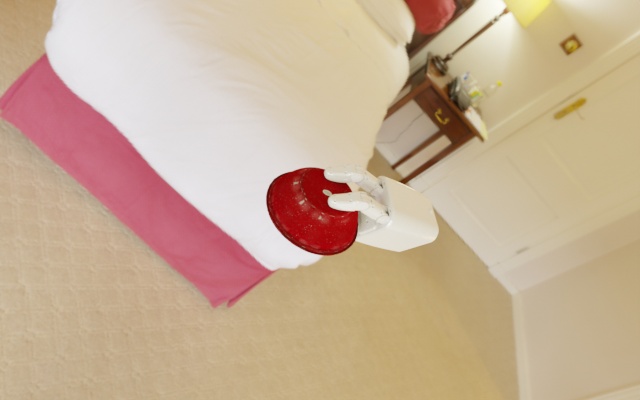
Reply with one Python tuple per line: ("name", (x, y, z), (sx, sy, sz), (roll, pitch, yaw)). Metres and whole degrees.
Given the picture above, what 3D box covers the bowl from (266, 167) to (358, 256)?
("bowl", (-0.001, 0.002, 0.735), (0.162, 0.162, 0.055), (0, -36, -32))
